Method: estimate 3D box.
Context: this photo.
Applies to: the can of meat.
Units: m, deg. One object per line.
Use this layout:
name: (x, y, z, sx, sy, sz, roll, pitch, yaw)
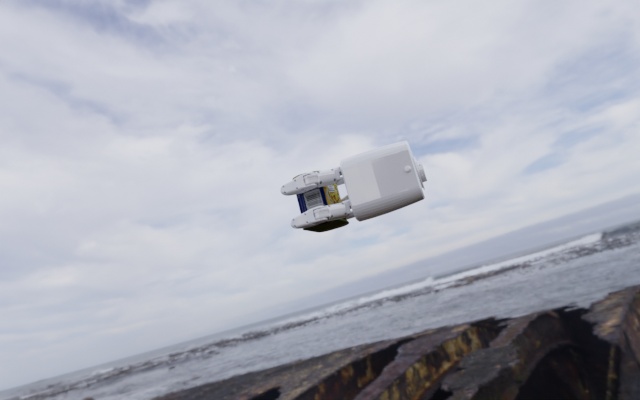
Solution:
can of meat: (0.000, 0.002, 0.773, 0.057, 0.084, 0.102, -18, -12, 17)
